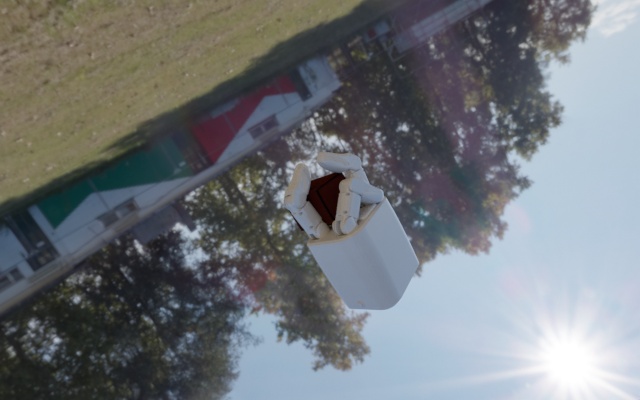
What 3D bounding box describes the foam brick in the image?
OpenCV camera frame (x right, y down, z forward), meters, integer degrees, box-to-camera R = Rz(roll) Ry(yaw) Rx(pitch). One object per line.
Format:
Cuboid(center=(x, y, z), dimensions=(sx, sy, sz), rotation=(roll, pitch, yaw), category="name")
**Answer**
Cuboid(center=(0.000, 0.002, 0.624), dimensions=(0.053, 0.051, 0.078), rotation=(-39, 14, -35), category="foam brick")
